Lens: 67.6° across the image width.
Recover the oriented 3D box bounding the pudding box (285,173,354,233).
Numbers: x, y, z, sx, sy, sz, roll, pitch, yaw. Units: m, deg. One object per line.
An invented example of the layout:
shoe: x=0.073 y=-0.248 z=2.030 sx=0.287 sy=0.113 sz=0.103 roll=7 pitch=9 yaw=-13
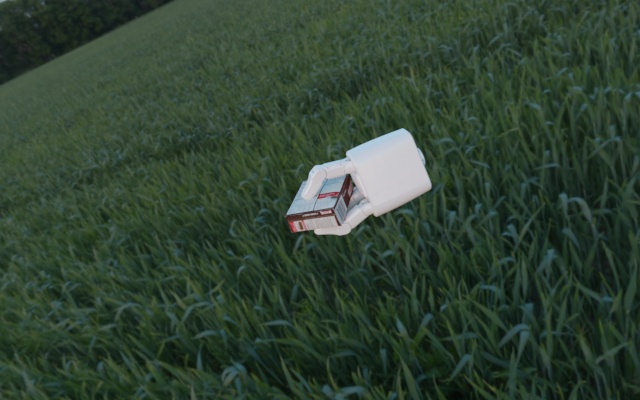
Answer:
pudding box: x=0.000 y=0.002 z=0.803 sx=0.090 sy=0.039 sz=0.113 roll=-10 pitch=29 yaw=23
